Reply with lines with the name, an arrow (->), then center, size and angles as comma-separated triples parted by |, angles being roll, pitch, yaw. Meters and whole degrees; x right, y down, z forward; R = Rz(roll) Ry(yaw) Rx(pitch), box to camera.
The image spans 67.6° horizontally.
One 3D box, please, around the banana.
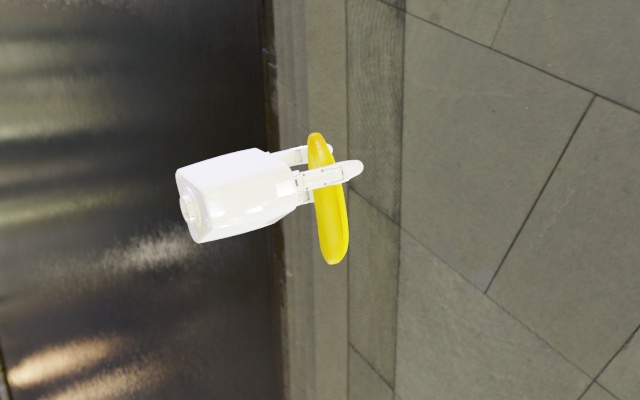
banana -> 0.008, 0.013, 0.617 | 0.037, 0.198, 0.069 | -18, 34, -19
